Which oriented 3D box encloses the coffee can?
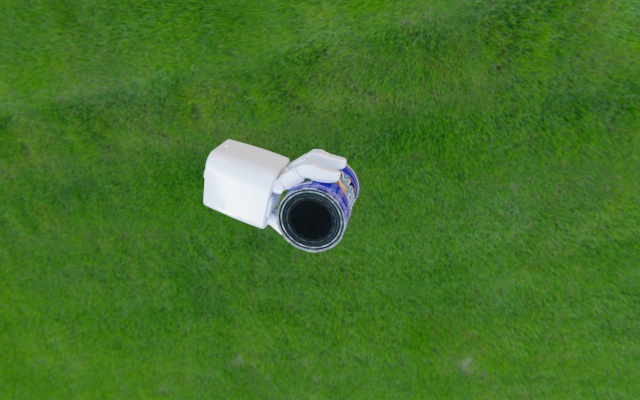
[{"bbox_3d":[0.000,0.003,0.745,0.103,0.103,0.140,0,23,13],"label":"coffee can"}]
